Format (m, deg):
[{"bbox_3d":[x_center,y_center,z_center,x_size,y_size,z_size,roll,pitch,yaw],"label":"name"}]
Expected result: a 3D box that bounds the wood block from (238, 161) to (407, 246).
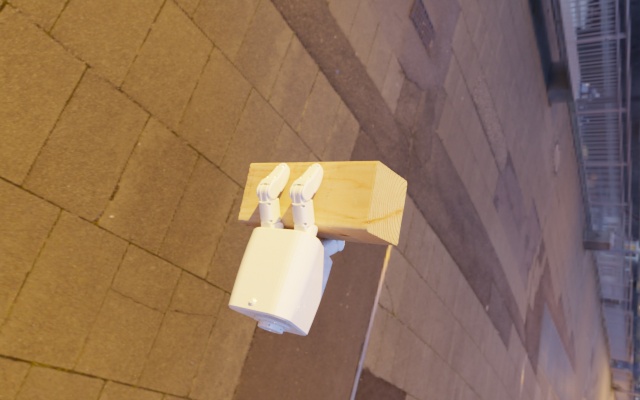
[{"bbox_3d":[0.000,0.003,0.652,0.206,0.090,0.091,2,-14,34],"label":"wood block"}]
